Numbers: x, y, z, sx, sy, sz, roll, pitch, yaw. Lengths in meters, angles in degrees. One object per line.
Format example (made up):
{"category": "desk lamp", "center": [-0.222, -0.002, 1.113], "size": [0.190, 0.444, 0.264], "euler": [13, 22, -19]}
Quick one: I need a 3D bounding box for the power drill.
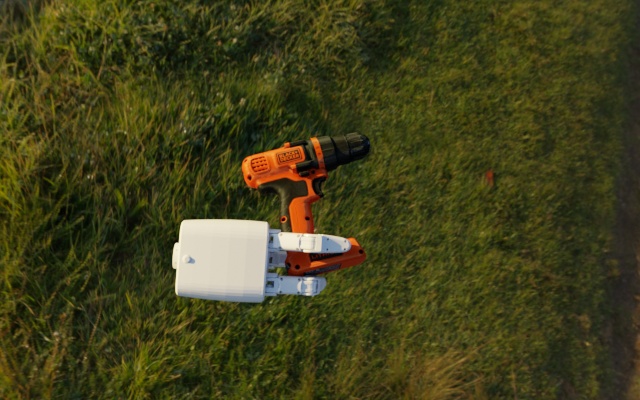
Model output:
{"category": "power drill", "center": [0.000, 0.003, 0.653], "size": [0.184, 0.187, 0.057], "euler": [-15, -20, -5]}
